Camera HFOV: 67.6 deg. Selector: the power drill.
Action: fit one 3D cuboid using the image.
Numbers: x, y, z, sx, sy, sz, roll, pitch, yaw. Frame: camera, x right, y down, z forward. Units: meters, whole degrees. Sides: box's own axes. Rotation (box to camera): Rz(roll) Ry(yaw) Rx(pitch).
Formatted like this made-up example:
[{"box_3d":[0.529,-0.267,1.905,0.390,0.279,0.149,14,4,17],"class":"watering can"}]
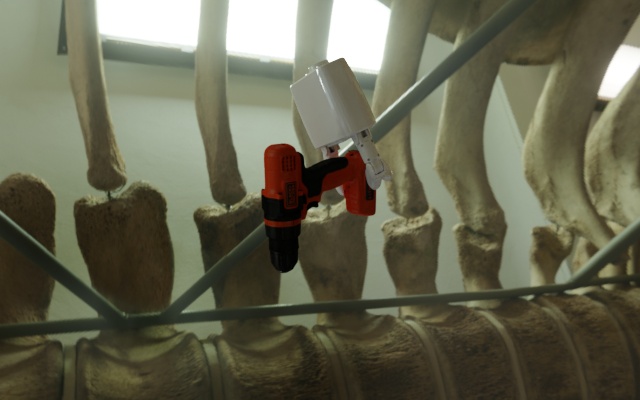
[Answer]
[{"box_3d":[0.000,0.002,0.707,0.187,0.184,0.057,-12,19,-38],"class":"power drill"}]
